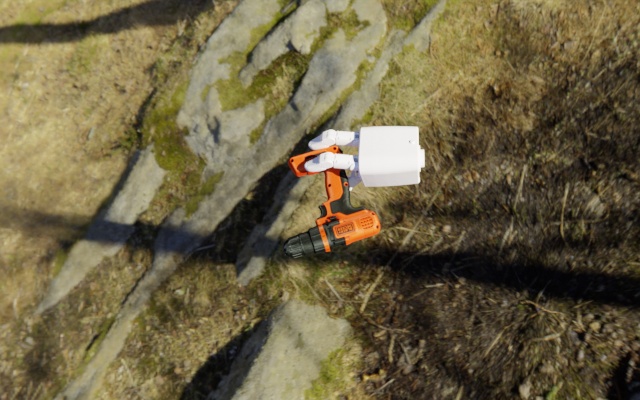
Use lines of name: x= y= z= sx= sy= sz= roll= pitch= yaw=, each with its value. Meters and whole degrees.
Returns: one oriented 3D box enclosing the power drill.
power drill: x=0.000 y=0.002 z=0.899 sx=0.184 sy=0.187 sz=0.057 roll=-17 pitch=-11 yaw=-4
